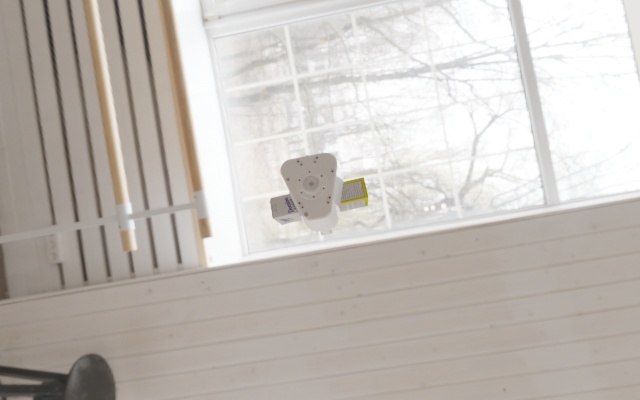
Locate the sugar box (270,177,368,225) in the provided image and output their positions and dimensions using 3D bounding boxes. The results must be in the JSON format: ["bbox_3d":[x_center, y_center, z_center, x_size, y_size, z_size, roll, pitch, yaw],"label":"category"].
[{"bbox_3d":[0.000,0.002,0.893,0.176,0.048,0.093,-10,-12,4],"label":"sugar box"}]
